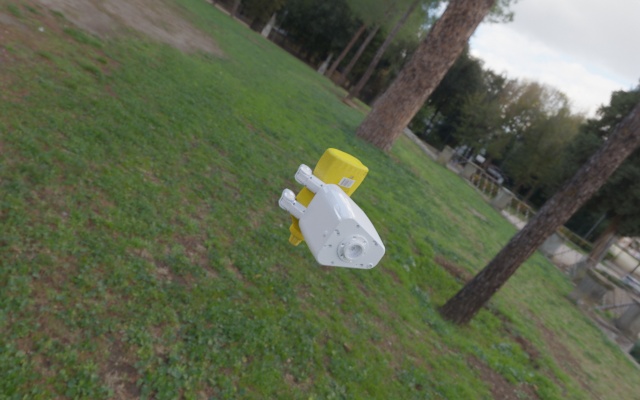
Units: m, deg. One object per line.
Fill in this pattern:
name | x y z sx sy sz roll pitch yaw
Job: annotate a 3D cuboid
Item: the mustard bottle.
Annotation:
mustard bottle | 0.000 0.002 0.858 0.096 0.192 0.058 14 25 -48
